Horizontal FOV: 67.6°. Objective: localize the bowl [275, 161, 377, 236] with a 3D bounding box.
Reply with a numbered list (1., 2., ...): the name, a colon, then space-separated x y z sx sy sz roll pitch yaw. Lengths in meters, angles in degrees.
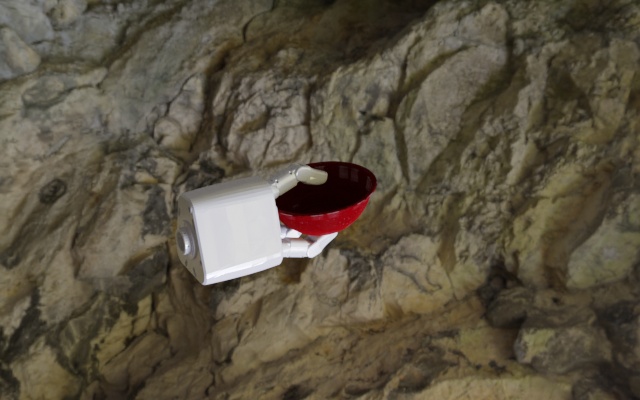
1. bowl: 0.001 0.002 0.670 0.162 0.055 0.162 -7 28 4
